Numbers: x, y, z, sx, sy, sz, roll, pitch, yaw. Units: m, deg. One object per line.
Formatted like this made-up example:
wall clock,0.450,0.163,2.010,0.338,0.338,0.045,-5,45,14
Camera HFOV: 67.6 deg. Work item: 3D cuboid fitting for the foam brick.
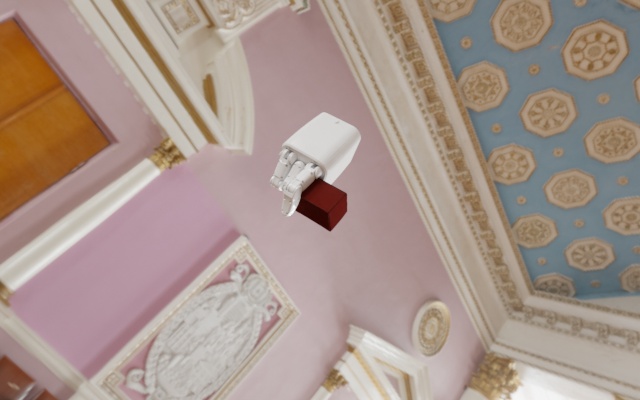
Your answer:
foam brick,0.000,0.003,0.790,0.078,0.051,0.053,31,-31,25
